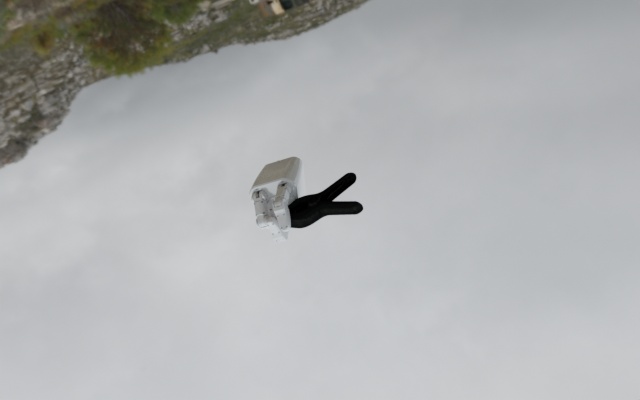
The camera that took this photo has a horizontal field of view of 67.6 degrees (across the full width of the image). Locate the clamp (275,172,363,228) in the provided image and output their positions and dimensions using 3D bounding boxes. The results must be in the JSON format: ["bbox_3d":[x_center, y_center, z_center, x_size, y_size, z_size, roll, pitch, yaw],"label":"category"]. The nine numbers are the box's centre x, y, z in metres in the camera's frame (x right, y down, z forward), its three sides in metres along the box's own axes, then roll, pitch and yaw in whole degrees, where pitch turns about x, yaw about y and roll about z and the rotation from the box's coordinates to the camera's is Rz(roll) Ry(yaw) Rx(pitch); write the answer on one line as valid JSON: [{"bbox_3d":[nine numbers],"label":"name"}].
[{"bbox_3d":[0.000,0.004,0.898,0.171,0.039,0.120,-14,28,17],"label":"clamp"}]
